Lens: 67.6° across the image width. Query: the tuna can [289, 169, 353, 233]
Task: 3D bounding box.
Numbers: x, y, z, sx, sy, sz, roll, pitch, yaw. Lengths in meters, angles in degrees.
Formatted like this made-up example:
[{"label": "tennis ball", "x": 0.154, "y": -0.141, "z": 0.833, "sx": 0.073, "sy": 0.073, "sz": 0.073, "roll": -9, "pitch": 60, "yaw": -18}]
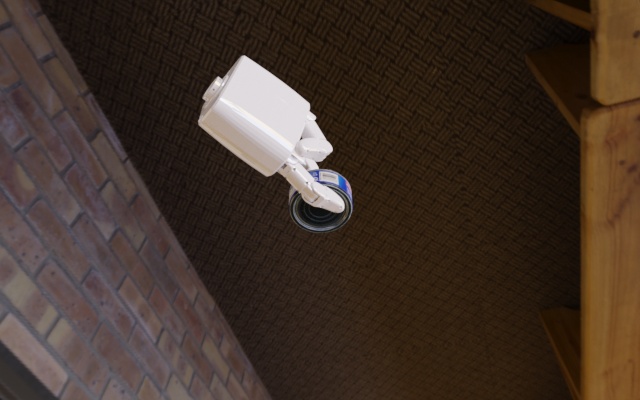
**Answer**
[{"label": "tuna can", "x": 0.000, "y": 0.002, "z": 0.638, "sx": 0.086, "sy": 0.086, "sz": 0.033, "roll": 0, "pitch": 38, "yaw": -2}]
